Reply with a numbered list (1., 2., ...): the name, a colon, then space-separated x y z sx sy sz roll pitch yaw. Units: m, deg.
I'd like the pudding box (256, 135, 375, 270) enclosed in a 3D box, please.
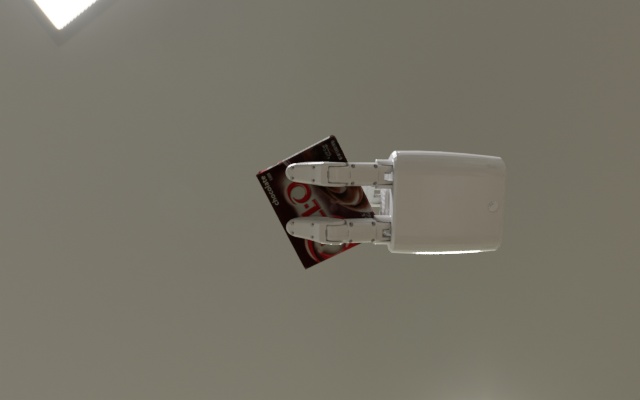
1. pudding box: 0.000 0.002 0.494 0.090 0.113 0.039 -27 5 7
